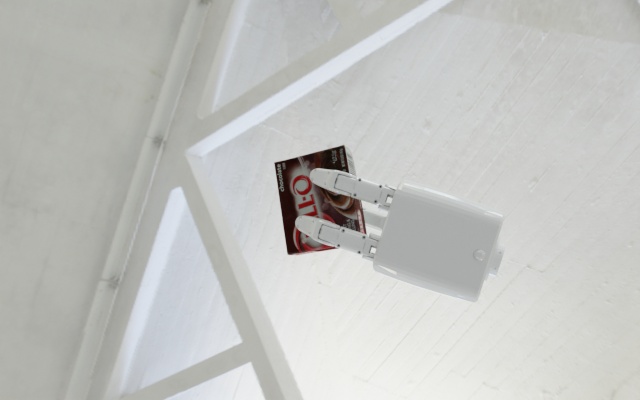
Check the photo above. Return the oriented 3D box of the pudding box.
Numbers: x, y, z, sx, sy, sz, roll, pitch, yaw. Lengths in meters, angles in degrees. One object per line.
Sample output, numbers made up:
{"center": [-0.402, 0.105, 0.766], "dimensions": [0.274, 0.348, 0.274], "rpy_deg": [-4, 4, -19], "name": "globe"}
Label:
{"center": [0.000, 0.002, 0.551], "dimensions": [0.090, 0.113, 0.039], "rpy_deg": [-12, -11, 19], "name": "pudding box"}
